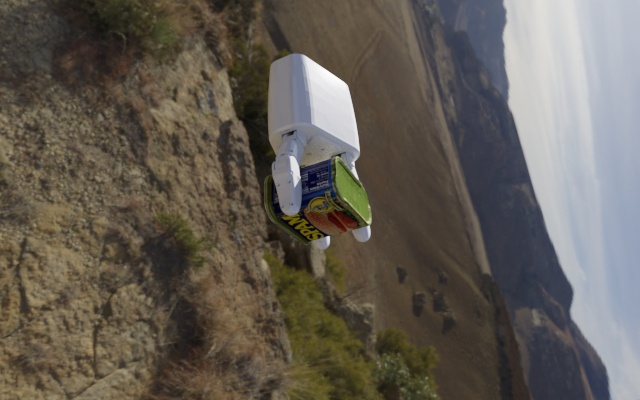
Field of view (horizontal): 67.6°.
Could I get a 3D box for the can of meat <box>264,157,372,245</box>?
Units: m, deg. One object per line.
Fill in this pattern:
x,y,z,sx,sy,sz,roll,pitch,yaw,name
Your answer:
0.000,0.002,0.530,0.084,0.057,0.102,-17,-33,22,can of meat
